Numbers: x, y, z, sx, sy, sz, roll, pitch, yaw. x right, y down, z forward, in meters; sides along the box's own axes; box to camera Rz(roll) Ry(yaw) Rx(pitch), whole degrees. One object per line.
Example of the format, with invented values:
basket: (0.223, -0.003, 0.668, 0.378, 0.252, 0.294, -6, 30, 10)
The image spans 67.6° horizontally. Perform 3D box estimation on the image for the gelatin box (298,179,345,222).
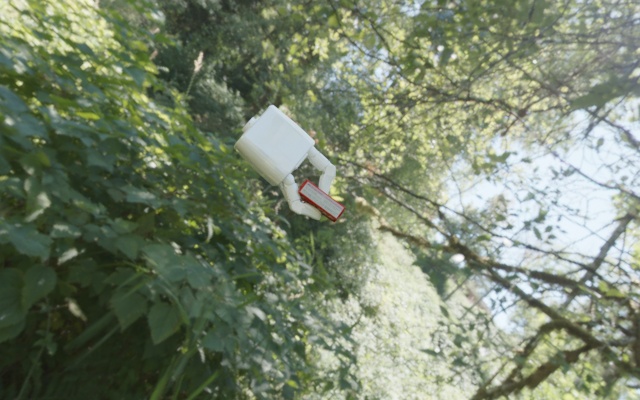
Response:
gelatin box: (0.001, 0.003, 0.881, 0.089, 0.030, 0.073, 35, -7, 2)
